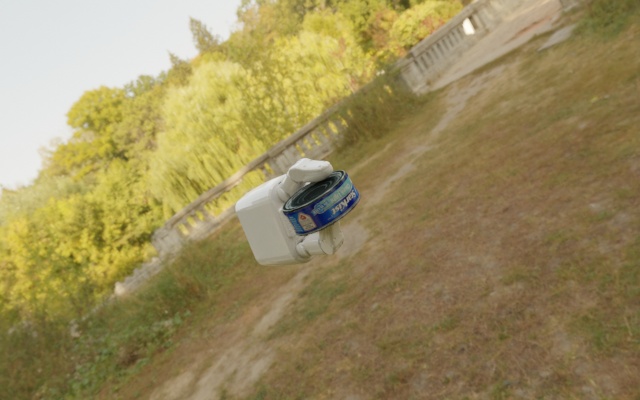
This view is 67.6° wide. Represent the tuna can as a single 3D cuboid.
[{"bbox_3d":[0.000,0.001,0.539,0.086,0.034,0.086,-29,15,9],"label":"tuna can"}]
